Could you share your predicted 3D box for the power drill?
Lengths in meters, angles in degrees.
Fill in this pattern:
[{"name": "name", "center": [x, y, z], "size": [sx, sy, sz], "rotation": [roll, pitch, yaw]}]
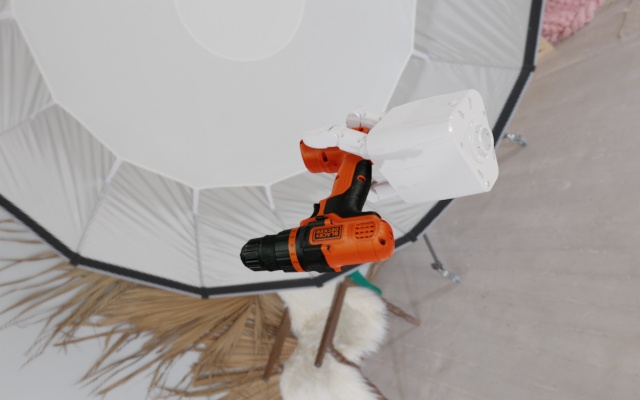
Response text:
[{"name": "power drill", "center": [0.000, 0.001, 0.581], "size": [0.184, 0.187, 0.057], "rotation": [-8, -39, 20]}]
